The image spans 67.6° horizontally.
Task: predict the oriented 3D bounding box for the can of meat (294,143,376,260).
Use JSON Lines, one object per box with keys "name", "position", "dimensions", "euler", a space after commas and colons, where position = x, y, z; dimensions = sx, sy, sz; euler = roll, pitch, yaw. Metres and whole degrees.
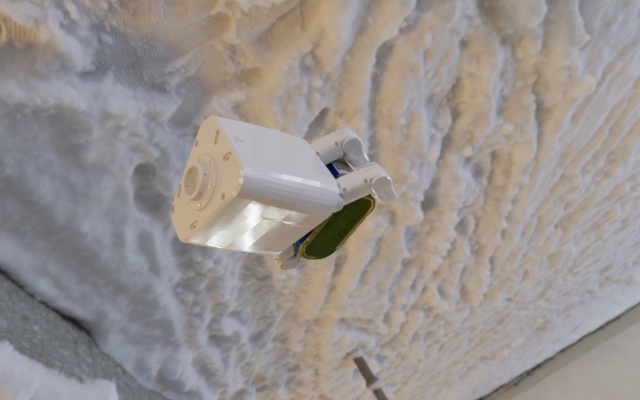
{"name": "can of meat", "position": [0.000, 0.002, 0.515], "dimensions": [0.057, 0.102, 0.084], "euler": [15, 32, -45]}
